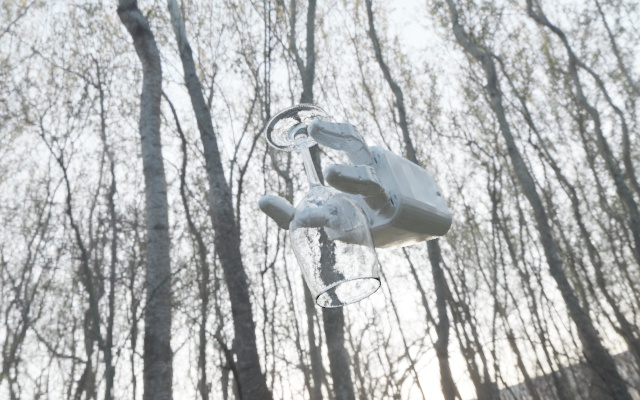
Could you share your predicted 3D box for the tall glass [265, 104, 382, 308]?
[{"bbox_3d":[0.000,0.001,0.476,0.079,0.201,0.079,-12,-31,-8],"label":"tall glass"}]
